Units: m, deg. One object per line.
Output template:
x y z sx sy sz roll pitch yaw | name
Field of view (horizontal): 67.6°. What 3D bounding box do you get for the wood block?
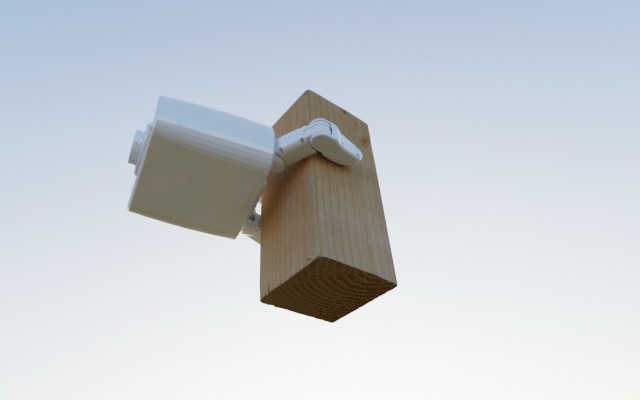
0.000 0.001 0.476 0.090 0.206 0.091 25 -47 -32 | wood block
